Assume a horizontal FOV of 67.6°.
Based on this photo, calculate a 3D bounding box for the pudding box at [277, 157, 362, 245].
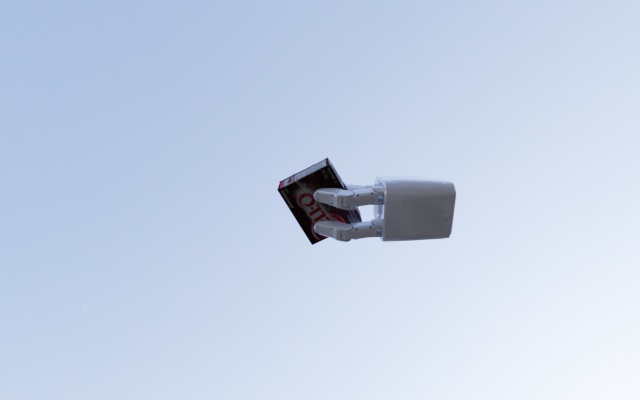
[{"bbox_3d":[0.000,0.002,0.735,0.090,0.113,0.039,-26,22,11],"label":"pudding box"}]
